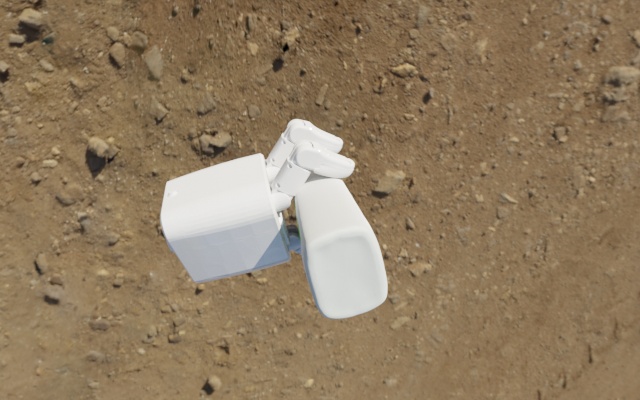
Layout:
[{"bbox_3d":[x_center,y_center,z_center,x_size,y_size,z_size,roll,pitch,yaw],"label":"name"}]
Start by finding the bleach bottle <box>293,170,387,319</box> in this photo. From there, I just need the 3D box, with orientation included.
[{"bbox_3d":[0.000,0.002,0.510,0.068,0.103,0.250,-16,32,-3],"label":"bleach bottle"}]
